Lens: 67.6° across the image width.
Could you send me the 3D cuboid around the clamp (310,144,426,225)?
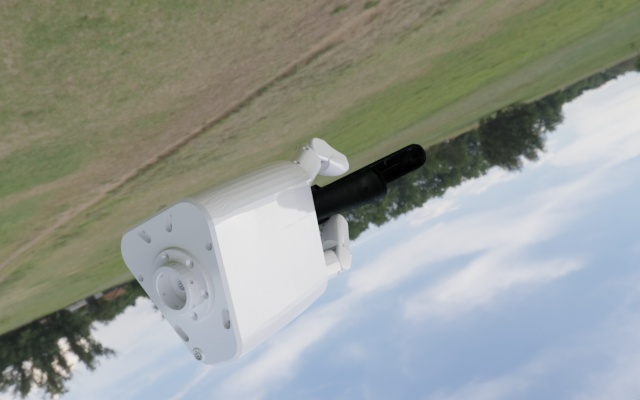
[{"bbox_3d":[0.000,0.002,0.456,0.210,0.036,0.164,-24,2,33],"label":"clamp"}]
